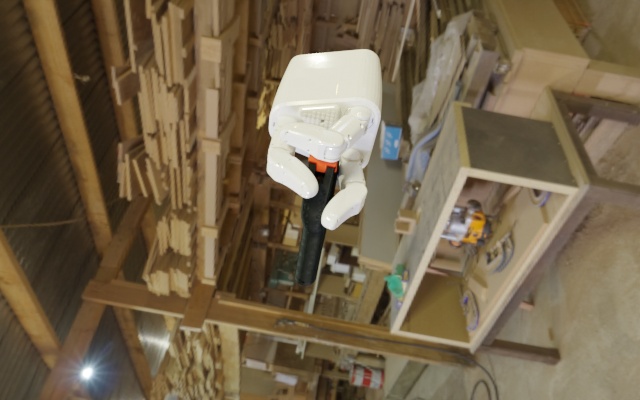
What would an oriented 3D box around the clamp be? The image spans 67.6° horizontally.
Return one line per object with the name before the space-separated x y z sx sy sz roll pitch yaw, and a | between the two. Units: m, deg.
clamp | -0.001 0.002 0.522 0.039 0.120 0.172 10 -43 -1
